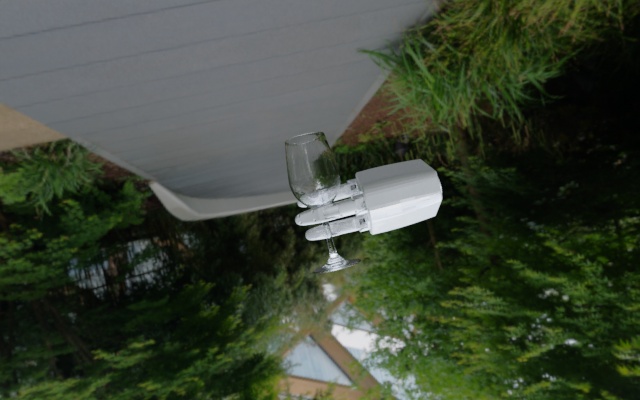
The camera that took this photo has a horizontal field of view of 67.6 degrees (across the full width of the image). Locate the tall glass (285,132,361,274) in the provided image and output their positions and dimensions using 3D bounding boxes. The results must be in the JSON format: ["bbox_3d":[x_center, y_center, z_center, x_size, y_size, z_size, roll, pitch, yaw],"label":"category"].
[{"bbox_3d":[0.000,0.003,0.713,0.079,0.201,0.079,-14,-2,0],"label":"tall glass"}]
